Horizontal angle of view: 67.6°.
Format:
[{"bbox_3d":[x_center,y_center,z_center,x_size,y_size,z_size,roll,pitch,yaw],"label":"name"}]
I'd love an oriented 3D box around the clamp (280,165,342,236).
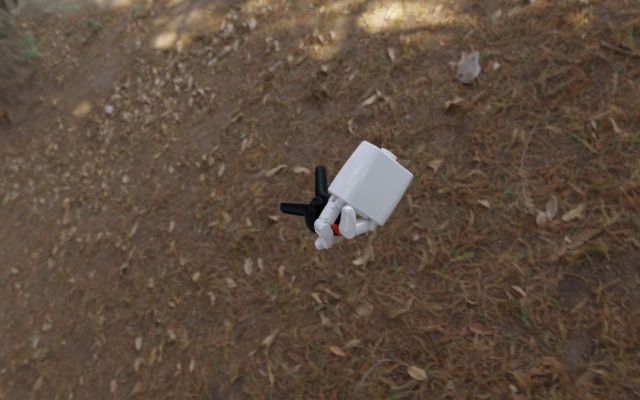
[{"bbox_3d":[0.000,0.003,0.897,0.039,0.120,0.171,32,2,-44],"label":"clamp"}]
